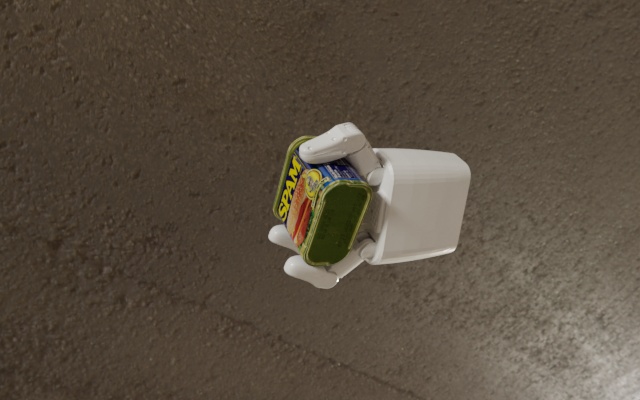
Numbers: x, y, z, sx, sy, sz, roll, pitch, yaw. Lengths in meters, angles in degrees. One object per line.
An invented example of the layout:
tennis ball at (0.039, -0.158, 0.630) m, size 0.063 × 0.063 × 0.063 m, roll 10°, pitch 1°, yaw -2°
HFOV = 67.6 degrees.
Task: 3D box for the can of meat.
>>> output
can of meat at (0.000, 0.002, 0.468) m, size 0.057 × 0.102 × 0.084 m, roll 1°, pitch 34°, yaw -28°
